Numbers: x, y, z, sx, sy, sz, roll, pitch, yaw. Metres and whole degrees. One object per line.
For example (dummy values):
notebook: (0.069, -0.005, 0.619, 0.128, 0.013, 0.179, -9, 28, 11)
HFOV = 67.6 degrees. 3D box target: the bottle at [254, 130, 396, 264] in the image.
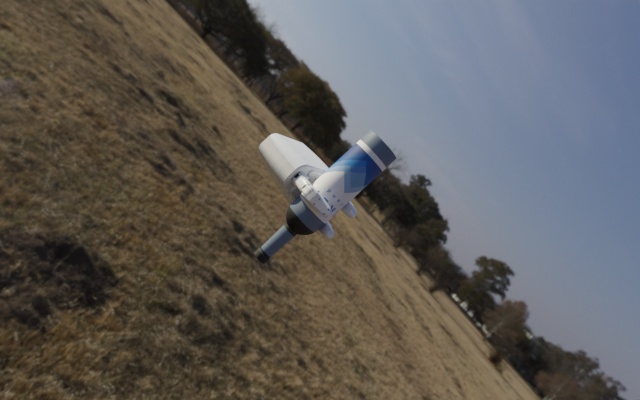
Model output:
bottle: (0.000, 0.003, 0.831, 0.296, 0.069, 0.069, -43, -4, 4)
